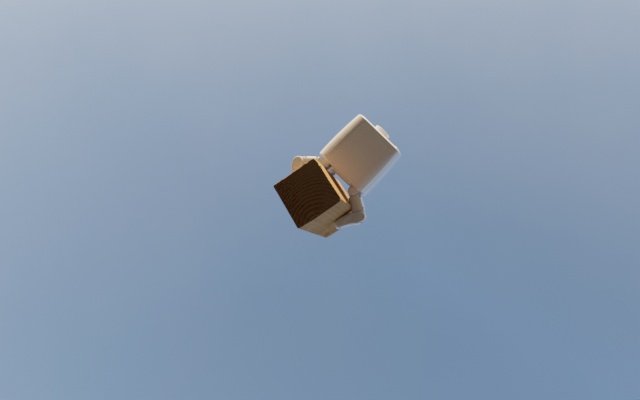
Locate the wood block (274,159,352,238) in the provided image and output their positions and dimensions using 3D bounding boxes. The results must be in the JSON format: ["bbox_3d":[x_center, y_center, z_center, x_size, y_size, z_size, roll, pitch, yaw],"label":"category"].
[{"bbox_3d":[0.001,0.003,0.898,0.090,0.090,0.206,-34,-15,7],"label":"wood block"}]
